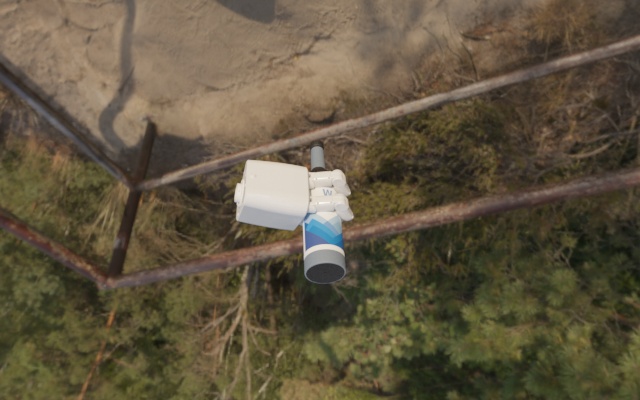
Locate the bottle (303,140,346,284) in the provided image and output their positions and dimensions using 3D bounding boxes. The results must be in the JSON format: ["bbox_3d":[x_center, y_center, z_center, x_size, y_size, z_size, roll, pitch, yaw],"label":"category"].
[{"bbox_3d":[0.000,0.003,0.852,0.069,0.295,0.069,-2,-39,-2],"label":"bottle"}]
